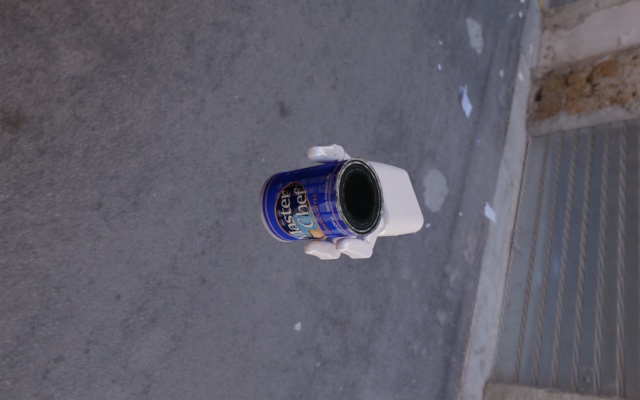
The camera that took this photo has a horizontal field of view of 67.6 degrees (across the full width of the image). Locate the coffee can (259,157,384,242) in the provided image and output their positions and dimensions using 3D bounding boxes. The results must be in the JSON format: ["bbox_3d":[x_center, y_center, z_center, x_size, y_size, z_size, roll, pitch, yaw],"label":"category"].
[{"bbox_3d":[0.000,0.002,0.654,0.140,0.103,0.103,-8,-5,41],"label":"coffee can"}]
